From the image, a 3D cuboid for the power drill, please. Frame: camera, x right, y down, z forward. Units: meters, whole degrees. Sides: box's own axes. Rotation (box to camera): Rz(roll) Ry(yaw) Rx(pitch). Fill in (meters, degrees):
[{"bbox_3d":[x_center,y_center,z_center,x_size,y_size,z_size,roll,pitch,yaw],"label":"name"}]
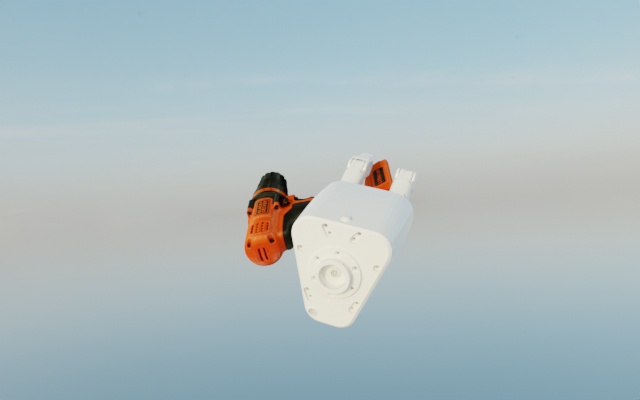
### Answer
[{"bbox_3d":[0.001,0.002,0.604,0.187,0.057,0.184,-13,31,7],"label":"power drill"}]
